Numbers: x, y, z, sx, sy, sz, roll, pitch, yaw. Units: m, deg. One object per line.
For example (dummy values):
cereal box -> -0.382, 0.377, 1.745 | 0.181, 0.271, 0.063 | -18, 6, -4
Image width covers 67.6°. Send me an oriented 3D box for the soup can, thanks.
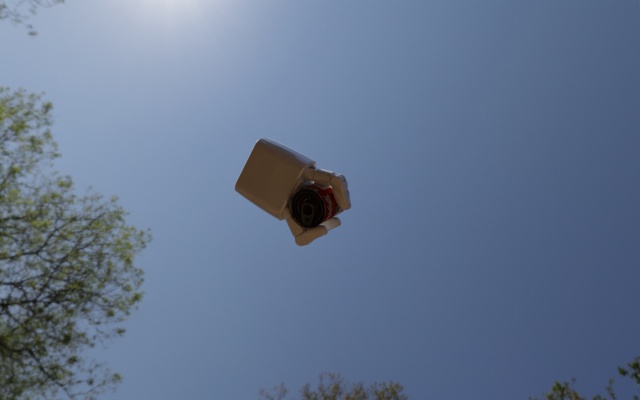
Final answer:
soup can -> 0.001, 0.003, 0.817 | 0.068, 0.068, 0.102 | 0, 12, 27
